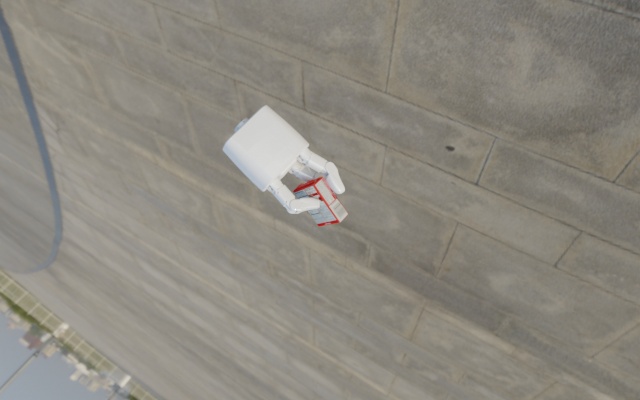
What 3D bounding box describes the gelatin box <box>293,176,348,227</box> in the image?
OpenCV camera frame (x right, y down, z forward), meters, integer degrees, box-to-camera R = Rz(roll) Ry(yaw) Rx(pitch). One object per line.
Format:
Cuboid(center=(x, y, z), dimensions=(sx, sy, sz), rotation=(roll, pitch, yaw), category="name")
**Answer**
Cuboid(center=(0.000, 0.003, 0.882), dimensions=(0.030, 0.089, 0.073), rotation=(-43, 14, -31), category="gelatin box")
